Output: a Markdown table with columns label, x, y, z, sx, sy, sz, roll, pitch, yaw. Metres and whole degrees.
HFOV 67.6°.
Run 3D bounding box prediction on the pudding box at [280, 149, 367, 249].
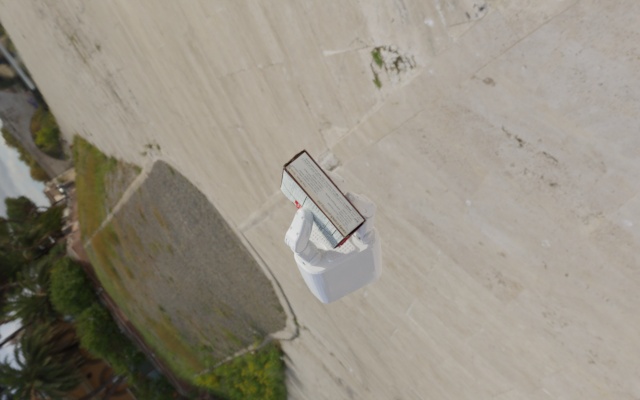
| label | x | y | z | sx | sy | sz | roll | pitch | yaw |
| --- | --- | --- | --- | --- | --- | --- | --- | --- | --- |
| pudding box | 0.000 | 0.002 | 0.582 | 0.039 | 0.113 | 0.090 | -41 | -5 | -15 |
